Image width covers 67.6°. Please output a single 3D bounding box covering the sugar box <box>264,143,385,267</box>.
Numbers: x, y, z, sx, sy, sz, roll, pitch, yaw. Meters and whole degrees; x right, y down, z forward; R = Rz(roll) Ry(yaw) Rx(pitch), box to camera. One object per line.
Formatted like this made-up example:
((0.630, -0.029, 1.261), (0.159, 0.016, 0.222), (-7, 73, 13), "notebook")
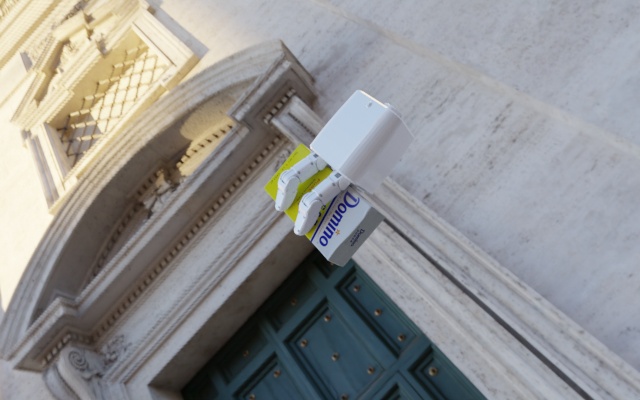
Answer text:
((0.000, 0.002, 0.680), (0.048, 0.093, 0.176), (33, 9, -49), "sugar box")
